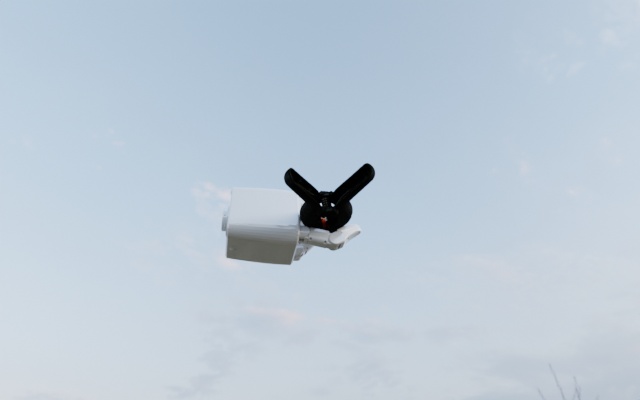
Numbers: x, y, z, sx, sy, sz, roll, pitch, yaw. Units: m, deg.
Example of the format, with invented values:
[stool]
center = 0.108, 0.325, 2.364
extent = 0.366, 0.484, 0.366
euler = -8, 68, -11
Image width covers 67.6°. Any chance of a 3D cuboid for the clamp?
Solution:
[clamp]
center = 0.000, 0.002, 0.685
extent = 0.120, 0.039, 0.172
euler = 6, -37, -9
